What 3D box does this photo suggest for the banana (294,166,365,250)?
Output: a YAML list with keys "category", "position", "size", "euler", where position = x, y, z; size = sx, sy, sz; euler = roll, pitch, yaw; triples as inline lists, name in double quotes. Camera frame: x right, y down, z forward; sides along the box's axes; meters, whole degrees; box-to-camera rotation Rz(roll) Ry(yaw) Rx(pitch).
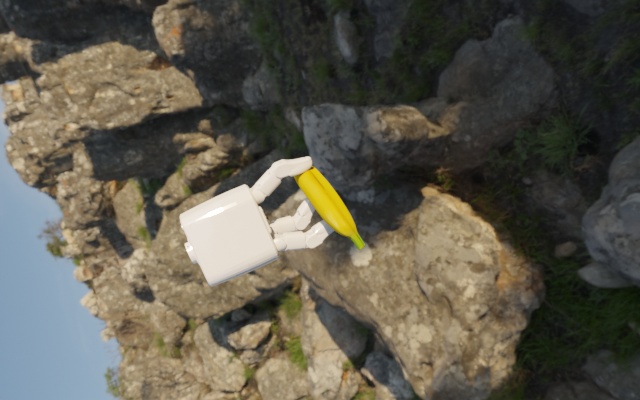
- category: "banana"
  position: [-0.002, -0.008, 0.698]
  size: [0.037, 0.070, 0.197]
  euler: [-28, 48, -9]
